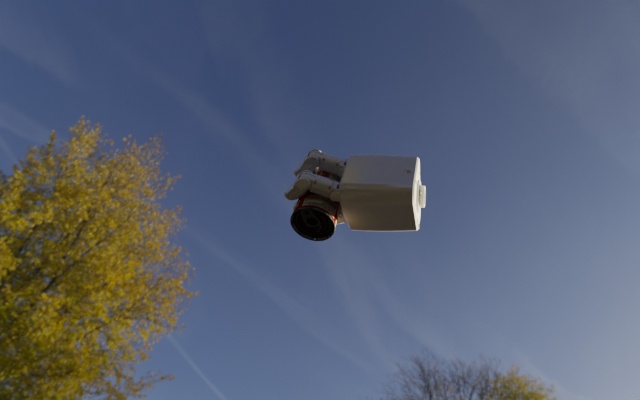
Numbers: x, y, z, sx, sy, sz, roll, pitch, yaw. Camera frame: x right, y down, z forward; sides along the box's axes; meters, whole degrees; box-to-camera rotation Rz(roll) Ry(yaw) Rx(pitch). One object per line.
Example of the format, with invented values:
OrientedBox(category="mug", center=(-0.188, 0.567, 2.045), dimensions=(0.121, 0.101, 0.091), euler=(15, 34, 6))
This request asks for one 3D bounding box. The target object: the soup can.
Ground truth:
OrientedBox(category="soup can", center=(0.000, 0.002, 0.732), dimensions=(0.068, 0.069, 0.102), euler=(0, 42, 18))
